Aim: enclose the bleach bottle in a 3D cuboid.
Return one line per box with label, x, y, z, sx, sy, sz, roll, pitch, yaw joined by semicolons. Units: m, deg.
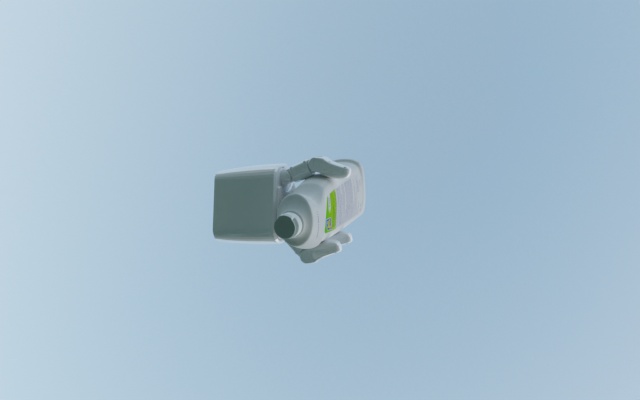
bleach bottle;0.000;0.002;0.677;0.068;0.102;0.251;-2;9;21
